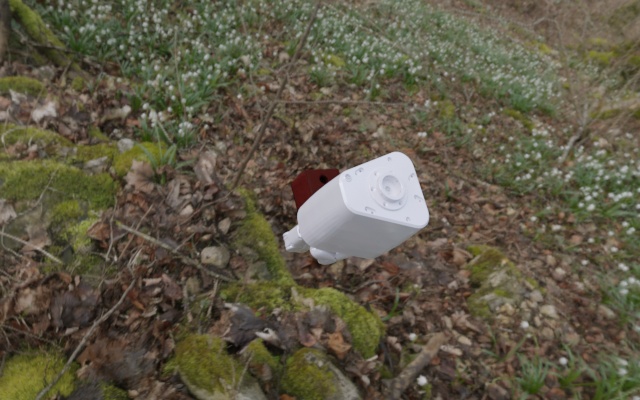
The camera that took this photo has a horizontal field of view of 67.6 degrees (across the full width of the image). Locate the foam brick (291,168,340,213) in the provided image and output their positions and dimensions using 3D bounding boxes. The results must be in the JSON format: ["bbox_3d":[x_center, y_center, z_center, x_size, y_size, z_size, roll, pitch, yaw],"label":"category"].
[{"bbox_3d":[0.000,0.002,0.634,0.053,0.078,0.051,-5,-21,-28],"label":"foam brick"}]
